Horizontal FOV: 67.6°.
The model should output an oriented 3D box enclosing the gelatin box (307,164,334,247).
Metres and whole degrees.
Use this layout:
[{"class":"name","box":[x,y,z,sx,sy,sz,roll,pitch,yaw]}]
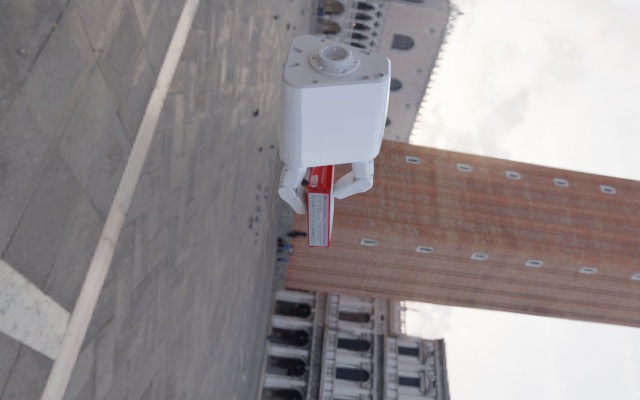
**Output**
[{"class":"gelatin box","box":[0.001,0.002,0.595,0.030,0.089,0.073,2,37,4]}]
